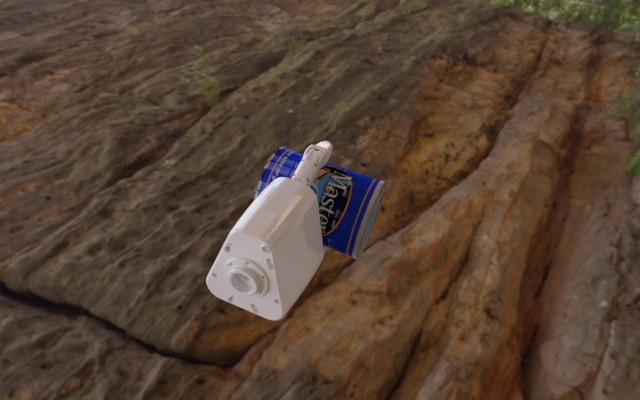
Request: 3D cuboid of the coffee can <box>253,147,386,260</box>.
[{"bbox_3d":[0.000,0.002,0.605,0.140,0.103,0.103,20,4,11],"label":"coffee can"}]
